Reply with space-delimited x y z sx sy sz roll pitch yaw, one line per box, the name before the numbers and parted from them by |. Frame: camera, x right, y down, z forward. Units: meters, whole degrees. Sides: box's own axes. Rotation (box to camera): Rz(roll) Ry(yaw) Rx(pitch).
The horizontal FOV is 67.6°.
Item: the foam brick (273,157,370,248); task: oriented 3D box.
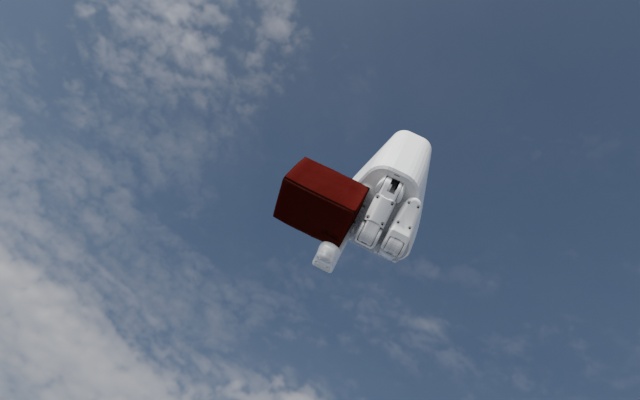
foam brick | 0.000 0.001 0.486 0.078 0.053 0.051 27 38 6
